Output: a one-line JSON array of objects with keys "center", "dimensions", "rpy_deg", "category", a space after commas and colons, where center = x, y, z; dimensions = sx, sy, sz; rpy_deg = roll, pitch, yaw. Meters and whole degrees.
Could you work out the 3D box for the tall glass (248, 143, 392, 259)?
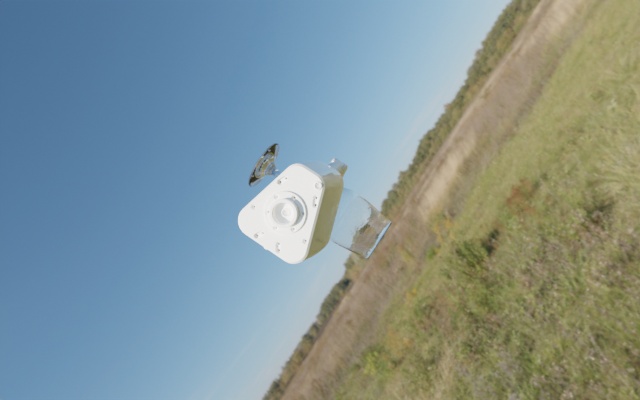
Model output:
[{"center": [0.000, 0.002, 0.678], "dimensions": [0.201, 0.079, 0.079], "rpy_deg": [33, 5, 8], "category": "tall glass"}]
